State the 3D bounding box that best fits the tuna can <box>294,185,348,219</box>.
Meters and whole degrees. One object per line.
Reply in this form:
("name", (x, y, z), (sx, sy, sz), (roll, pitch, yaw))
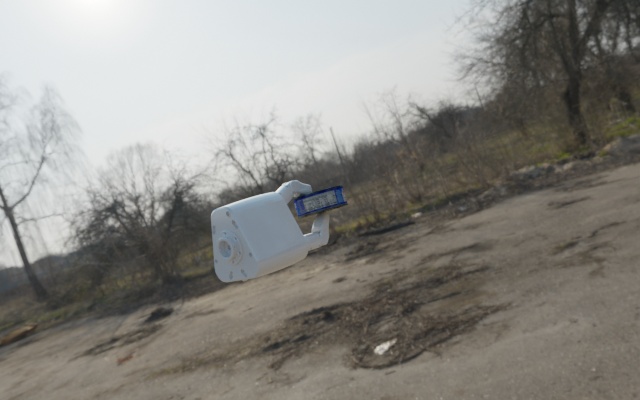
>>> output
("tuna can", (0.000, 0.002, 0.784), (0.086, 0.034, 0.086), (-16, -3, -1))
